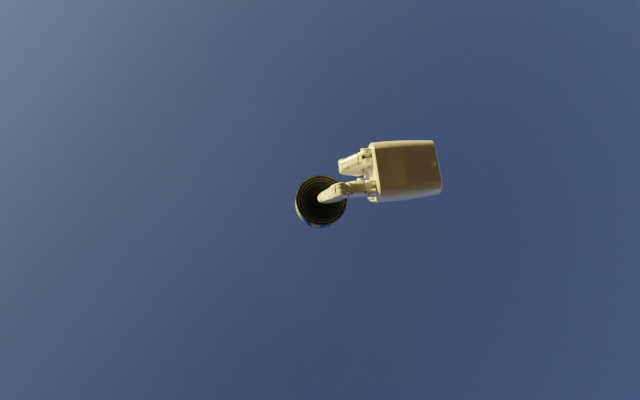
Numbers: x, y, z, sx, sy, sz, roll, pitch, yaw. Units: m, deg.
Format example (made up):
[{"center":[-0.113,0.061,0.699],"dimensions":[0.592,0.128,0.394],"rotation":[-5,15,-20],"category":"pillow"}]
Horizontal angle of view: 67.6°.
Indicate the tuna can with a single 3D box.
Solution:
[{"center":[0.000,0.003,0.806],"dimensions":[0.086,0.086,0.034],"rotation":[0,-13,-6],"category":"tuna can"}]
